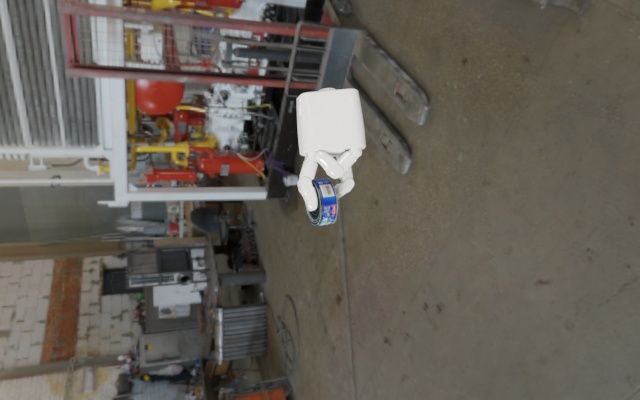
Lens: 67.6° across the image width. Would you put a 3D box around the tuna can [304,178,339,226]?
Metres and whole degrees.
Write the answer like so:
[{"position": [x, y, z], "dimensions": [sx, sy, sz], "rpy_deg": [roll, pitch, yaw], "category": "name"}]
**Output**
[{"position": [0.000, 0.003, 0.871], "dimensions": [0.034, 0.086, 0.086], "rpy_deg": [-7, 3, -22], "category": "tuna can"}]
